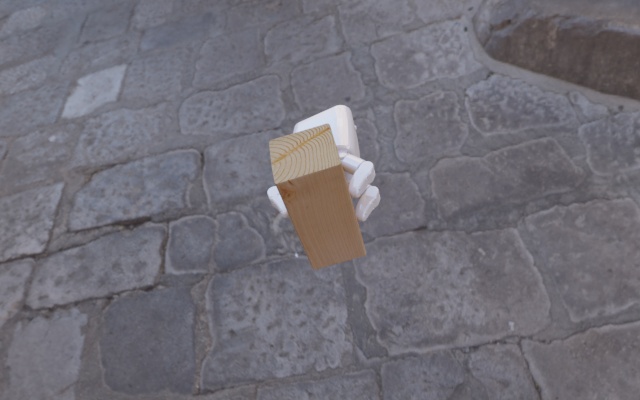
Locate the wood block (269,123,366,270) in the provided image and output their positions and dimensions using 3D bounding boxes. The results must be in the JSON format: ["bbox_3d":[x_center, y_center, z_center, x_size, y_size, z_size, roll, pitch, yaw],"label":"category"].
[{"bbox_3d":[0.000,0.002,0.706,0.091,0.090,0.206,-16,-43,3],"label":"wood block"}]
